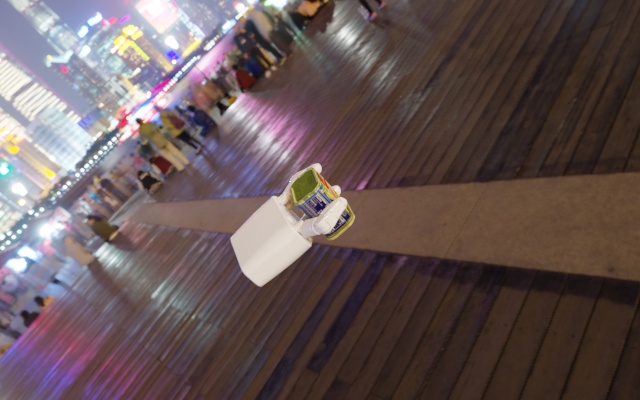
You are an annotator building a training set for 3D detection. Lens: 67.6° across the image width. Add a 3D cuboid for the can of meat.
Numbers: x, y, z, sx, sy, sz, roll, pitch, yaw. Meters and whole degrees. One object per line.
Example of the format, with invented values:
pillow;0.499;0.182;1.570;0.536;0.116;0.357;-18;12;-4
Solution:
can of meat;0.000;0.002;0.760;0.057;0.084;0.102;-41;22;8
